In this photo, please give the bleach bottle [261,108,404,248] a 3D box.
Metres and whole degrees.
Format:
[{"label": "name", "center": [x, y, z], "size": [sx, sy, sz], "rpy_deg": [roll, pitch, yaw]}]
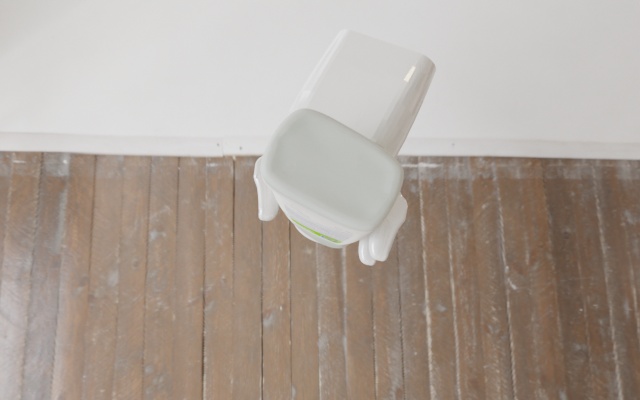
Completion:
[{"label": "bleach bottle", "center": [0.000, 0.002, 0.452], "size": [0.102, 0.068, 0.251], "rpy_deg": [29, -12, 1]}]
